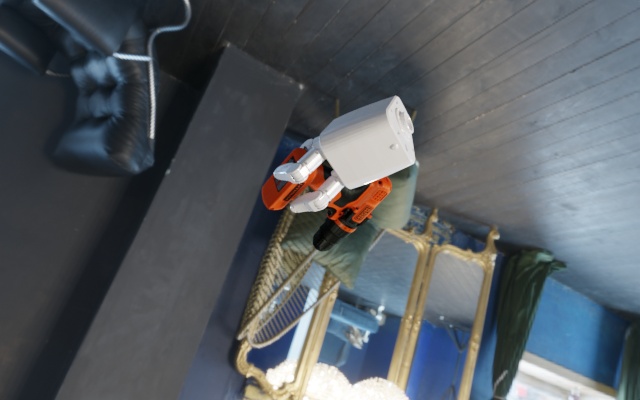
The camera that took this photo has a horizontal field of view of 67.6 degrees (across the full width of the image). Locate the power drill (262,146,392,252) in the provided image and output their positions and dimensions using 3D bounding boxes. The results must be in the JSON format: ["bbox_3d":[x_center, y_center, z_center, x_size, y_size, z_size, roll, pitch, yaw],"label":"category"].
[{"bbox_3d":[0.000,0.002,0.780,0.188,0.184,0.057,21,30,-39],"label":"power drill"}]
